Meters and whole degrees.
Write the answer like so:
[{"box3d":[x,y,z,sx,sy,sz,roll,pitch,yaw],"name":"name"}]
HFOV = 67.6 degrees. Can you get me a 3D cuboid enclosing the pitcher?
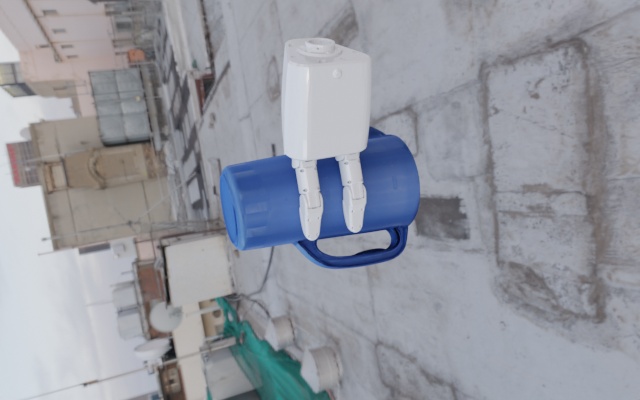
[{"box3d":[0.000,0.002,0.627,0.243,0.145,0.149,-10,36,-20],"name":"pitcher"}]
